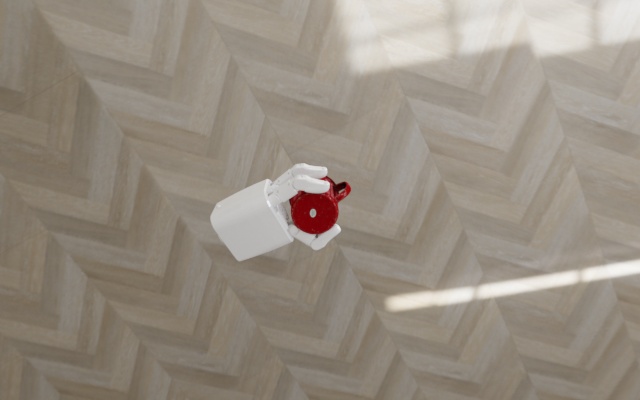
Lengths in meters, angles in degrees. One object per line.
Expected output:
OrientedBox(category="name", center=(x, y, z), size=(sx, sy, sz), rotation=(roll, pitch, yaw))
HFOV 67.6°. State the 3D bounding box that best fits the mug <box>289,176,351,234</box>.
OrientedBox(category="mug", center=(0.001, 0.002, 0.833), size=(0.117, 0.093, 0.081), rotation=(-24, 21, 8))
